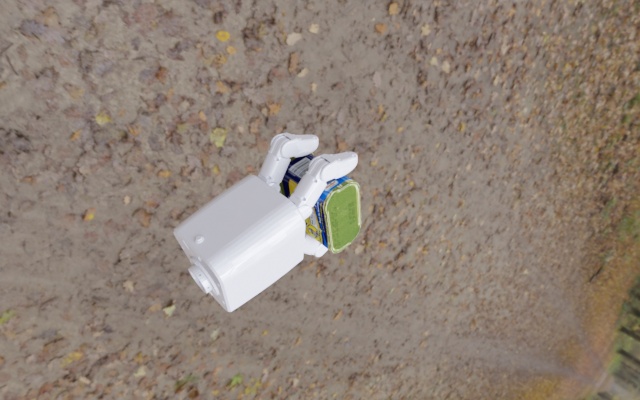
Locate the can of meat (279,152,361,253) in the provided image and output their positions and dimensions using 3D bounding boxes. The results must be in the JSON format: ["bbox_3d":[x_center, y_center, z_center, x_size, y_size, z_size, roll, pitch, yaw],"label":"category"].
[{"bbox_3d":[0.000,0.002,0.562,0.057,0.102,0.084,-35,49,-25],"label":"can of meat"}]
